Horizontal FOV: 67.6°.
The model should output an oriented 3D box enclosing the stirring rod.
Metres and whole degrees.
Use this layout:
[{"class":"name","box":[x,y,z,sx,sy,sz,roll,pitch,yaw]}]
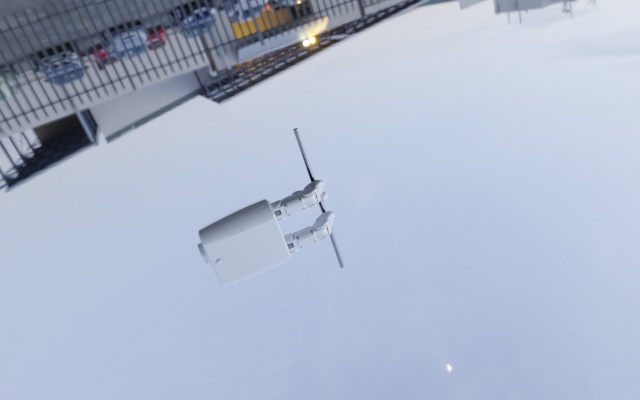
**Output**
[{"class":"stirring rod","box":[0.000,0.002,0.731,0.011,0.240,0.011,-16,23,7]}]
